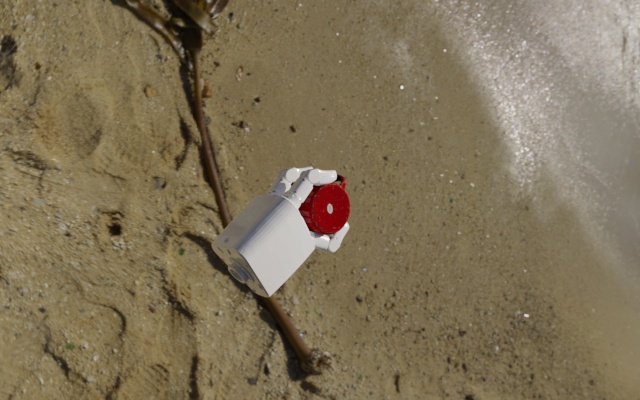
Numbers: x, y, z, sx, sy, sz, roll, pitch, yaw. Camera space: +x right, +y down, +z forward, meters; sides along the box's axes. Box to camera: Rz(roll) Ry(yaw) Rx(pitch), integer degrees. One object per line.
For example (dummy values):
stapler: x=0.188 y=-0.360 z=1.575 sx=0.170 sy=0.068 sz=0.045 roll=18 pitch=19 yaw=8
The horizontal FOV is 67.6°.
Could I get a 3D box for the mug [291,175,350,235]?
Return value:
mug: x=0.001 y=0.002 z=0.765 sx=0.081 sy=0.093 sz=0.117 roll=5 pitch=46 yaw=52
